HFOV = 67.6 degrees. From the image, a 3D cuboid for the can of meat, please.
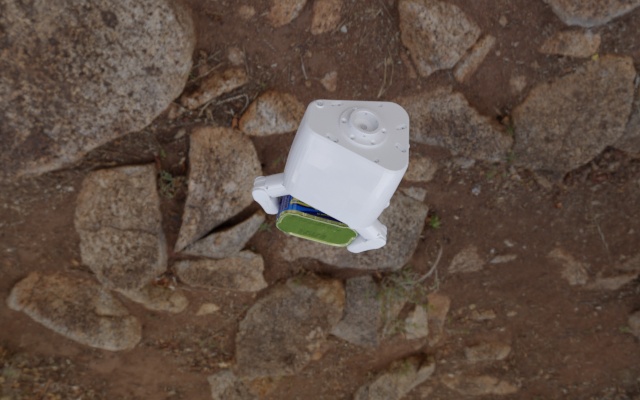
[{"bbox_3d":[0.000,0.002,0.586,0.102,0.084,0.057,15,-34,-11],"label":"can of meat"}]
